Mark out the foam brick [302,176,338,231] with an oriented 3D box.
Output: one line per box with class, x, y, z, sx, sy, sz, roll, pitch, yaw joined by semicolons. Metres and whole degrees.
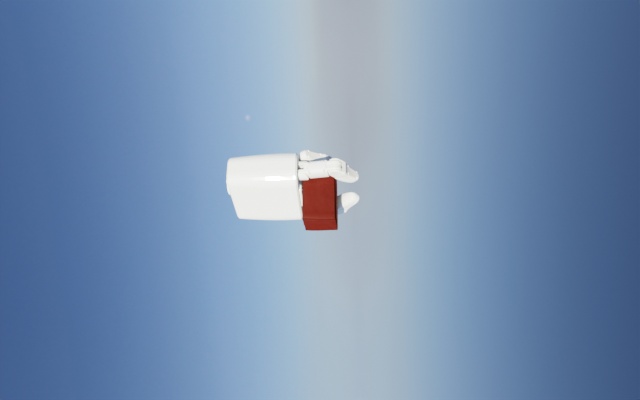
foam brick;0.000;0.003;0.726;0.051;0.078;0.053;-2;-23;3
